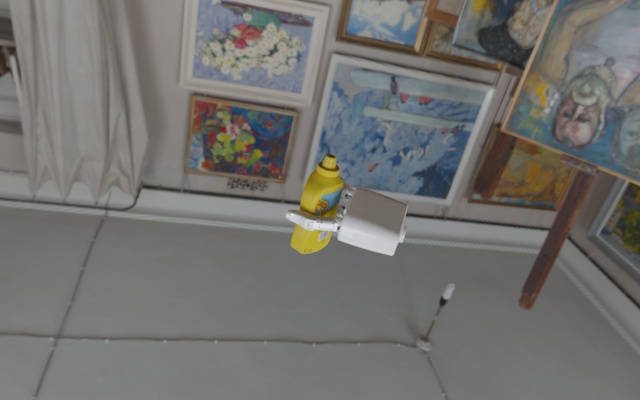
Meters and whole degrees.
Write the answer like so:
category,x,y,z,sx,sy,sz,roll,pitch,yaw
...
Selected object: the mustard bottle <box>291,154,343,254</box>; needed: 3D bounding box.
category,x,y,z,sx,sy,sz,roll,pitch,yaw
mustard bottle,0.000,0.003,0.896,0.058,0.192,0.096,31,33,29
